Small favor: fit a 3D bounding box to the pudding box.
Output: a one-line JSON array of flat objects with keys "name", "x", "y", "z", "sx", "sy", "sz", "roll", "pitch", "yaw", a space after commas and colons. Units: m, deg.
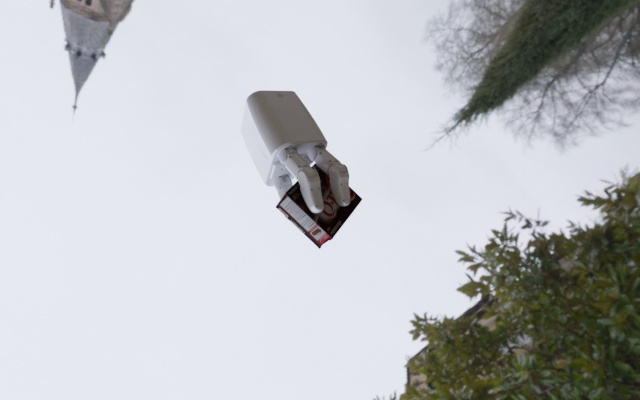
[{"name": "pudding box", "x": 0.000, "y": 0.002, "z": 0.689, "sx": 0.039, "sy": 0.090, "sz": 0.113, "roll": -45, "pitch": 2, "yaw": 43}]
